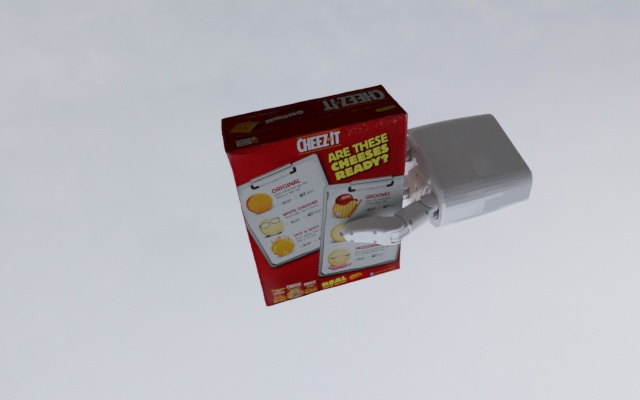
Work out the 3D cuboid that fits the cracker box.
[{"bbox_3d":[0.000,0.002,0.500,0.164,0.214,0.072,-14,41,-9],"label":"cracker box"}]
